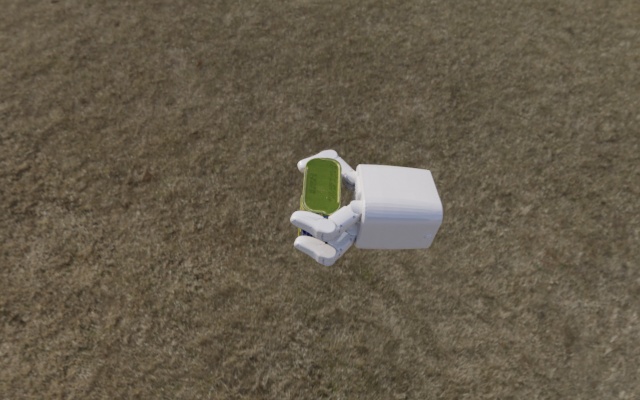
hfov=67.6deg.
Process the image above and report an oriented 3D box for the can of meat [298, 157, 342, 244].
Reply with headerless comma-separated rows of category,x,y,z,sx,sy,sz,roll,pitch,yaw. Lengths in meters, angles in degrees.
can of meat,0.000,0.002,0.671,0.057,0.102,0.084,4,-36,-2
